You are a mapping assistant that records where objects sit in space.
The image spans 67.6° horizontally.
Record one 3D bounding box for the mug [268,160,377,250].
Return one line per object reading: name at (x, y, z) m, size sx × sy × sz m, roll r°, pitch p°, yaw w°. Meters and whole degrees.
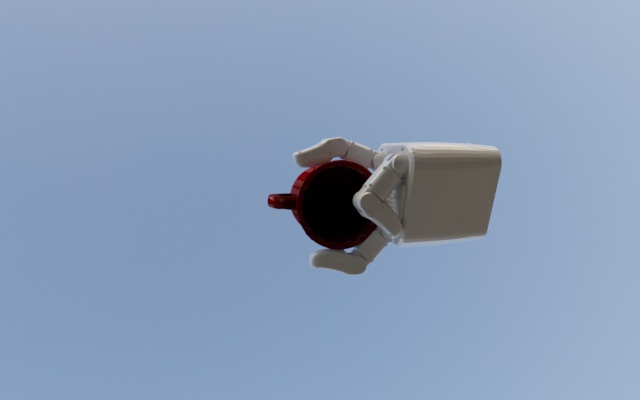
mug at (-0.001, 0.002, 0.525) m, size 0.117 × 0.093 × 0.081 m, roll -2°, pitch 6°, yaw -14°
